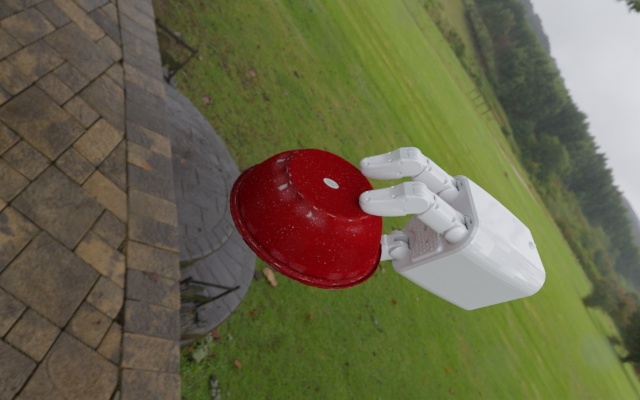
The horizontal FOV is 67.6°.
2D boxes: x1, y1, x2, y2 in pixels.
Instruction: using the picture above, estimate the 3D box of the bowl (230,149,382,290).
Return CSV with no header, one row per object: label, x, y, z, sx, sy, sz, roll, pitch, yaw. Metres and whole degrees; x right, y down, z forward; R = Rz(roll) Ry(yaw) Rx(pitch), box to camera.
bowl,-0.001,0.001,0.449,0.162,0.162,0.055,0,-43,-35
